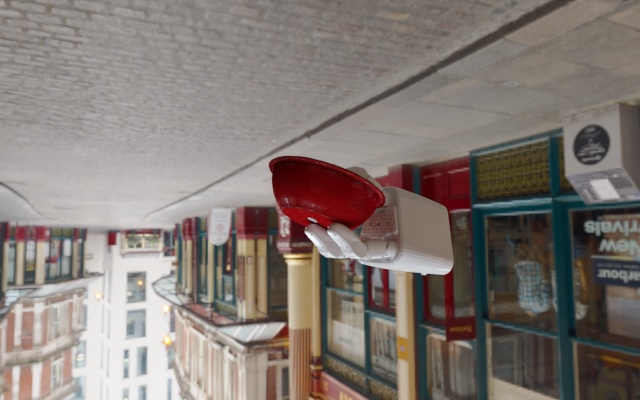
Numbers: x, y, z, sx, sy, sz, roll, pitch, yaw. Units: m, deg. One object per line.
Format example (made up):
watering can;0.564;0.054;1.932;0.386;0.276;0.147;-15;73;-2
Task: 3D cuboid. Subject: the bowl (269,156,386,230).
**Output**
bowl;-0.001;0.002;0.624;0.162;0.055;0.162;18;-16;5
